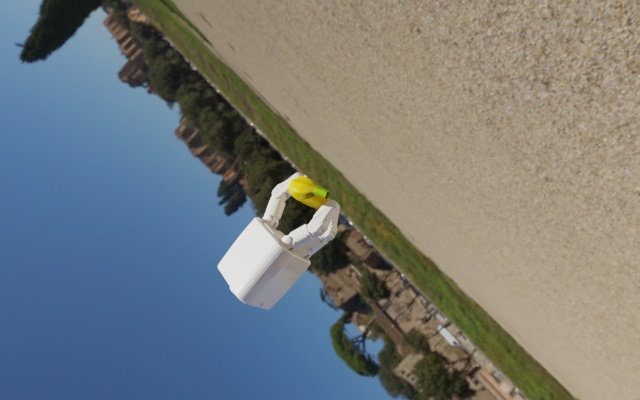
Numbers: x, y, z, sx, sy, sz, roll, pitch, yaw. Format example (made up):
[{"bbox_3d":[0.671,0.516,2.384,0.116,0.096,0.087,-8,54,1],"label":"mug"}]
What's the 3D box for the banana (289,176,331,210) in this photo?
[{"bbox_3d":[-0.015,-0.008,0.765,0.069,0.037,0.198,35,-1,6],"label":"banana"}]
